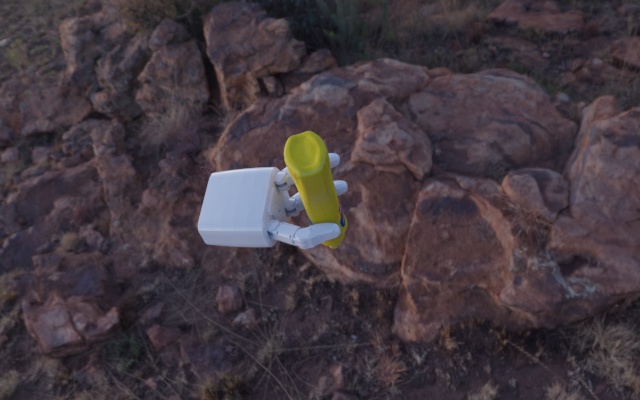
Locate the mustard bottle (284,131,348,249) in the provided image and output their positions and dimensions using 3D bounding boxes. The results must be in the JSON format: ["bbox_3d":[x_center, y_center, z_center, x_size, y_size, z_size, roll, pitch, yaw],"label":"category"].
[{"bbox_3d":[0.000,0.002,0.685,0.058,0.192,0.096,-18,42,-1],"label":"mustard bottle"}]
